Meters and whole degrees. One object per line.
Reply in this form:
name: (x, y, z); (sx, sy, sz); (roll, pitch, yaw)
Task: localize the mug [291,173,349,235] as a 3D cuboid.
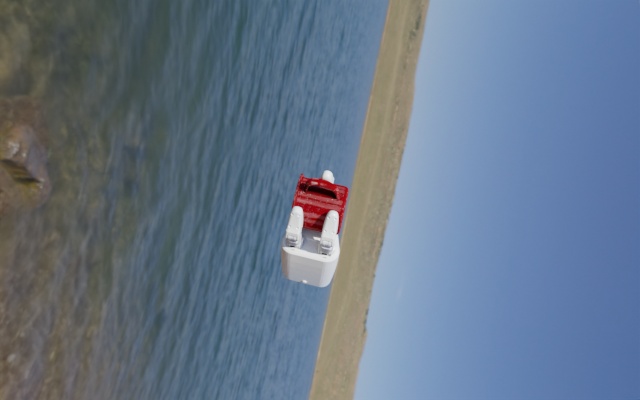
mug: (0.000, 0.002, 0.769); (0.081, 0.093, 0.117); (12, -35, 2)
